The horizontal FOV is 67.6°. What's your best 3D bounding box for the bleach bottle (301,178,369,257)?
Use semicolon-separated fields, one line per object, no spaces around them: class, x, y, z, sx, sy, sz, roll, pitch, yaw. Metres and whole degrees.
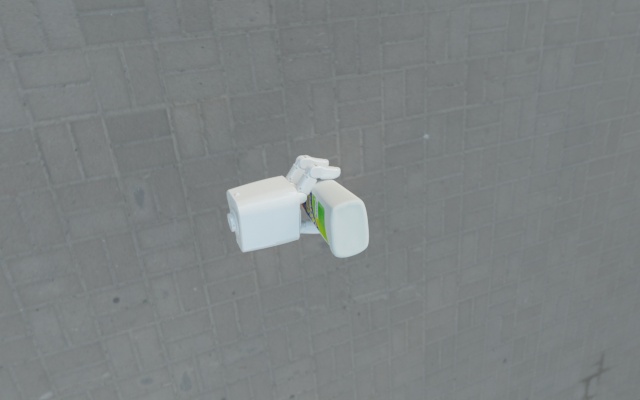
bleach bottle;0.000;0.003;0.862;0.068;0.103;0.250;-15;25;-18
